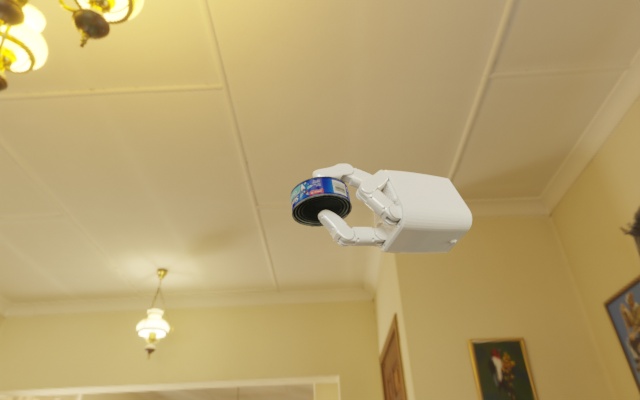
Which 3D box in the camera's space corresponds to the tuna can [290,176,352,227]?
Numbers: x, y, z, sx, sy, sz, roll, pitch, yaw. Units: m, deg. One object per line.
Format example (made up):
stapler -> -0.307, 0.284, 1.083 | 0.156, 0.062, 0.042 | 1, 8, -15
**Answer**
tuna can -> 0.000, 0.002, 0.684 | 0.086, 0.033, 0.086 | -7, -32, -4
